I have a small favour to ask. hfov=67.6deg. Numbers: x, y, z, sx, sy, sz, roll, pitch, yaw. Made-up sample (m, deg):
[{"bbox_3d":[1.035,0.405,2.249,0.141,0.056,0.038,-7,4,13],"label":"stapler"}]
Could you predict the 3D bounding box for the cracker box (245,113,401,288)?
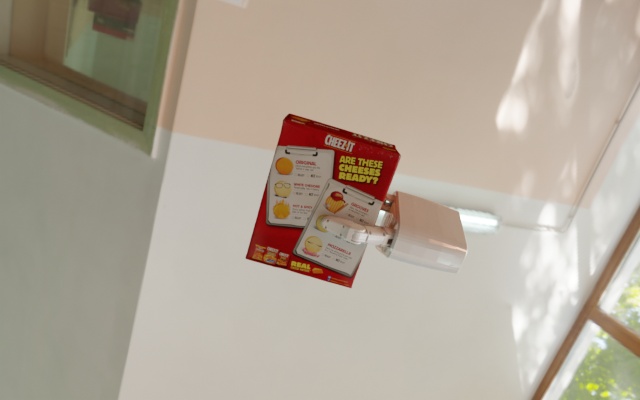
[{"bbox_3d":[0.000,0.002,0.687,0.164,0.214,0.072,16,19,-4],"label":"cracker box"}]
